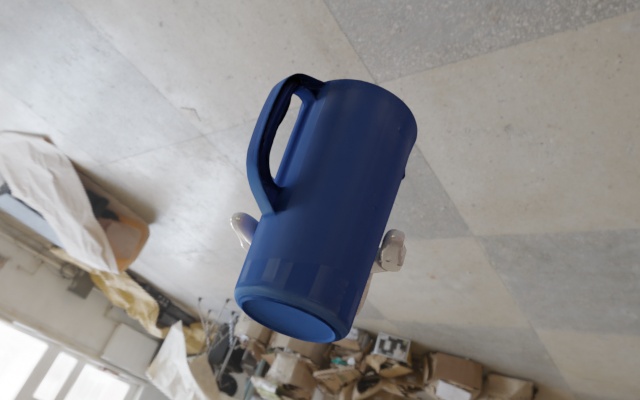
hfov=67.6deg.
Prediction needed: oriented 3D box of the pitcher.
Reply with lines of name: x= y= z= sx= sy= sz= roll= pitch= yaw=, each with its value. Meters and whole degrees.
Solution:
pitcher: x=0.000 y=0.002 z=0.469 sx=0.149 sy=0.242 sz=0.145 roll=15 pitch=-31 yaw=8
